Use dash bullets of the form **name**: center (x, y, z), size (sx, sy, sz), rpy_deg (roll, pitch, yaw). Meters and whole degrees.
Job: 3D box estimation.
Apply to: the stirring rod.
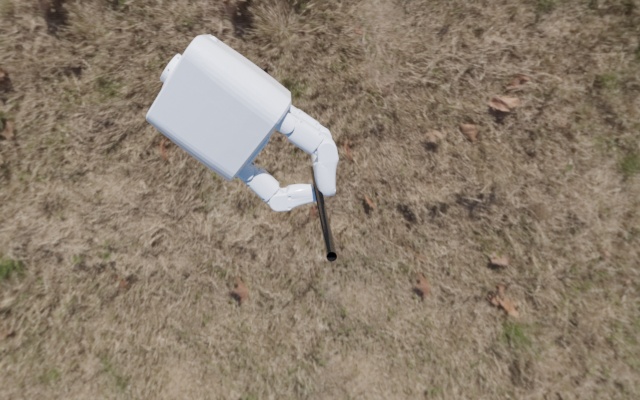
- **stirring rod**: center (0.000, 0.001, 0.469), size (0.011, 0.011, 0.239), rpy_deg (0, 20, -4)
